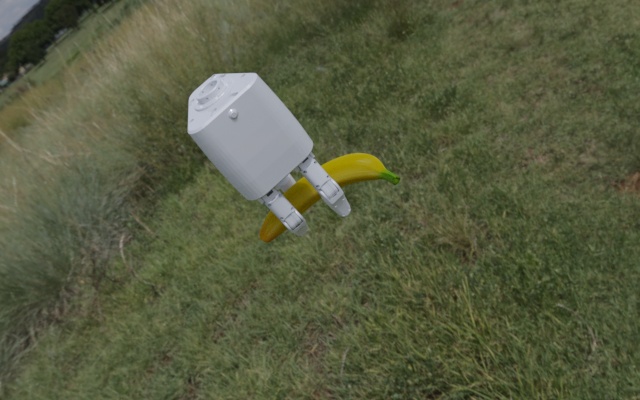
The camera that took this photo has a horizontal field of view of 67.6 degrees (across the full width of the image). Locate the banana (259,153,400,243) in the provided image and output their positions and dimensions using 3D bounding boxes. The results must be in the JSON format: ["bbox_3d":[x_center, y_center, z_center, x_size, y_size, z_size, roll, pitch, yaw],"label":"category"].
[{"bbox_3d":[0.001,-0.012,0.618,0.198,0.069,0.037,-26,-48,15],"label":"banana"}]
